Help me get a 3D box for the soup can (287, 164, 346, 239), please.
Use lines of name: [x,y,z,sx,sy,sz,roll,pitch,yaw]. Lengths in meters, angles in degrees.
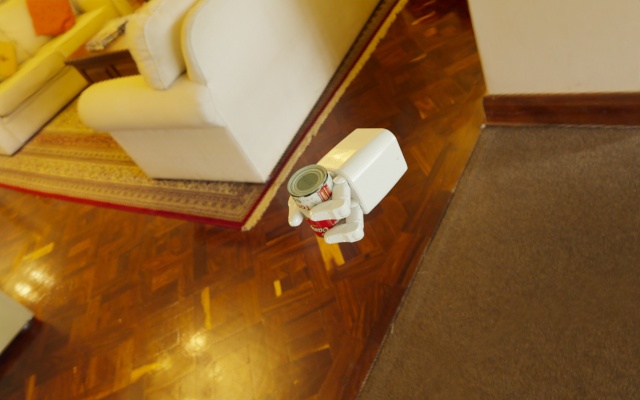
soup can: [0.000,0.003,0.740,0.068,0.068,0.102,0,-41,32]
